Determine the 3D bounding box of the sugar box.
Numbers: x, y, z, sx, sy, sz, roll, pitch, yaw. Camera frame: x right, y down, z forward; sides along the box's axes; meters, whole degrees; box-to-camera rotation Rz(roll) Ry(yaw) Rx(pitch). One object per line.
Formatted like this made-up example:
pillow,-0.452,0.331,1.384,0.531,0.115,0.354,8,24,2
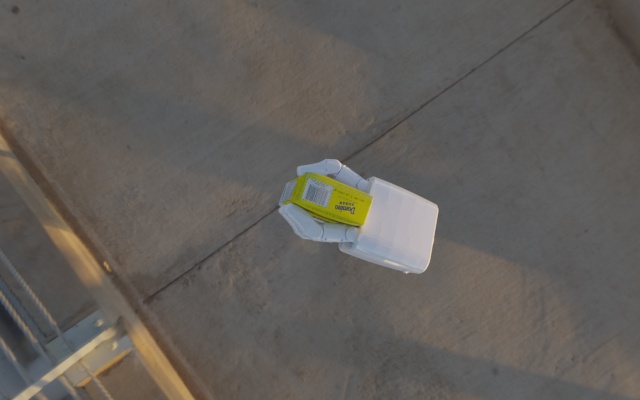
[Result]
sugar box,0.000,0.003,0.670,0.093,0.048,0.176,22,-9,-10
